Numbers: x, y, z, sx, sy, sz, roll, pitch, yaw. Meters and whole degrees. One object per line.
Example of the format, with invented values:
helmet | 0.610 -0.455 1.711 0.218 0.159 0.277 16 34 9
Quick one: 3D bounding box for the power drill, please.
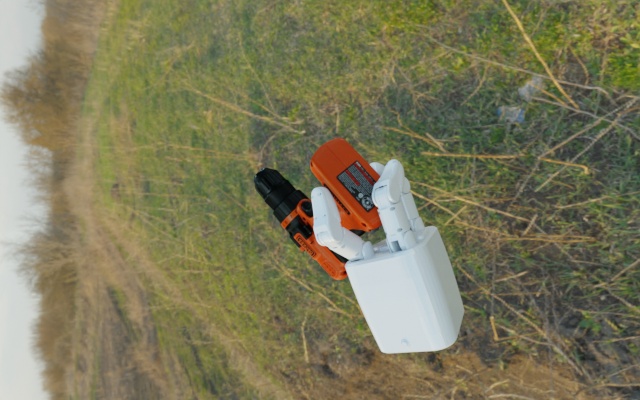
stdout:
power drill | 0.000 0.002 0.580 0.057 0.184 0.188 -42 -4 -28
